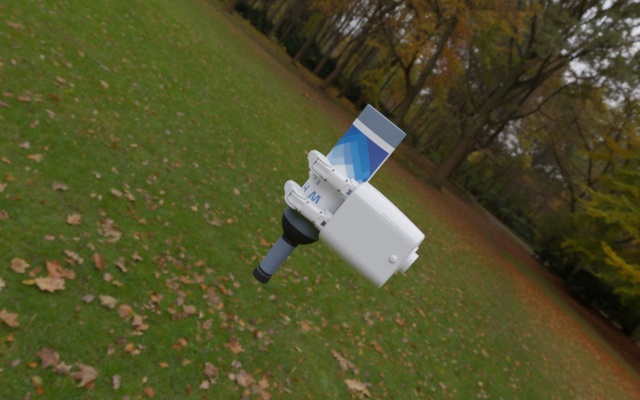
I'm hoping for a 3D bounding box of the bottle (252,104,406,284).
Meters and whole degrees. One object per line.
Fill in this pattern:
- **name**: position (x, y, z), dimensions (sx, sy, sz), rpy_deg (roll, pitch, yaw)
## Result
- **bottle**: position (0.000, 0.002, 0.677), dimensions (0.069, 0.296, 0.069), rpy_deg (37, 12, -9)
